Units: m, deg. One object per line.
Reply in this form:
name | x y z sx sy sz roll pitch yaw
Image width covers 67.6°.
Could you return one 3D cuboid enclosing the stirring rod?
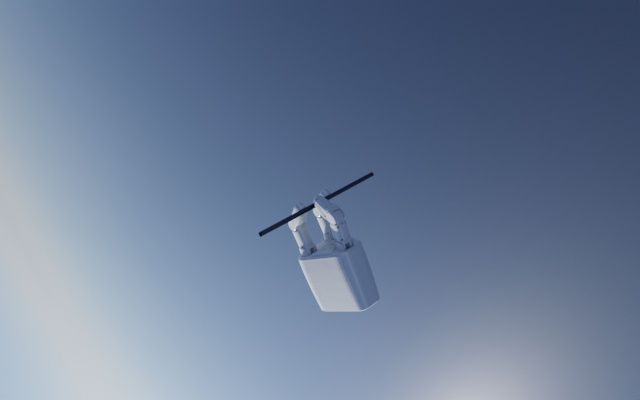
stirring rod | 0.000 0.003 0.781 0.239 0.011 0.011 -28 15 -31
